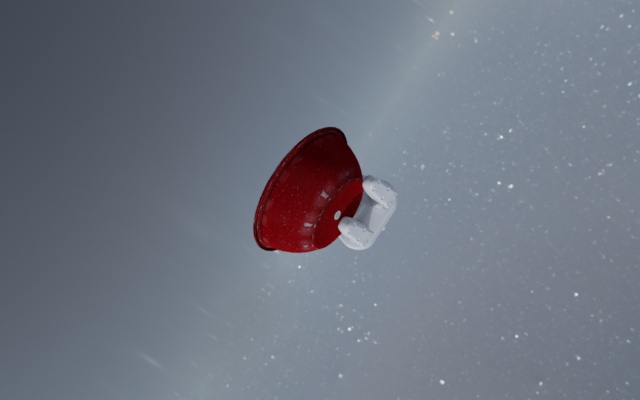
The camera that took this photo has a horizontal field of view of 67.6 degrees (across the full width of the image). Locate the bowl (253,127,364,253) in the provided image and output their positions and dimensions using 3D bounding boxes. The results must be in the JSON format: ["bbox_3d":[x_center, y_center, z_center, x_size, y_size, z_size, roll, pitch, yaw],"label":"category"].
[{"bbox_3d":[0.000,0.002,0.532,0.055,0.162,0.162,33,15,24],"label":"bowl"}]
